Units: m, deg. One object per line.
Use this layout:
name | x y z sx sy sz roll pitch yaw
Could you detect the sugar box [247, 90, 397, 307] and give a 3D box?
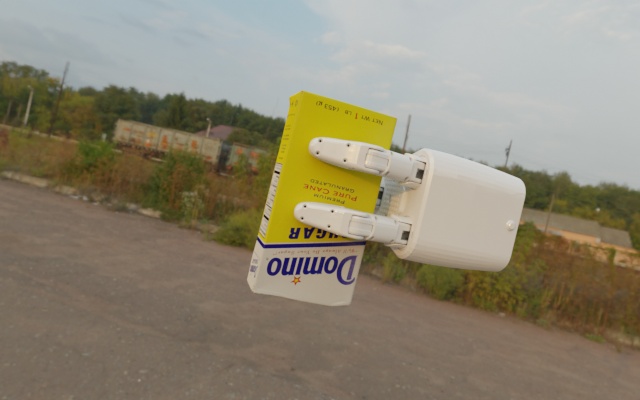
sugar box | 0.000 0.001 0.426 0.093 0.176 0.048 12 1 -17
